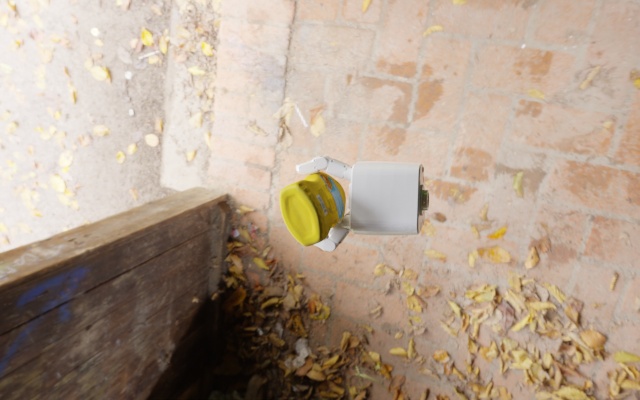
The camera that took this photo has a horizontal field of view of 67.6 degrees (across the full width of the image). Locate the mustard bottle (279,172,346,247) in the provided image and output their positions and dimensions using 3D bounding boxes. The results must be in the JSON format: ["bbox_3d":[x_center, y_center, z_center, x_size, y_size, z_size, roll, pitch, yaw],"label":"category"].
[{"bbox_3d":[0.000,0.003,0.782,0.058,0.096,0.191,-24,4,22],"label":"mustard bottle"}]
